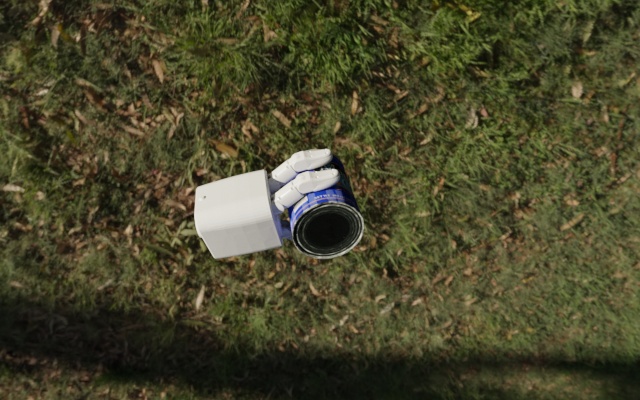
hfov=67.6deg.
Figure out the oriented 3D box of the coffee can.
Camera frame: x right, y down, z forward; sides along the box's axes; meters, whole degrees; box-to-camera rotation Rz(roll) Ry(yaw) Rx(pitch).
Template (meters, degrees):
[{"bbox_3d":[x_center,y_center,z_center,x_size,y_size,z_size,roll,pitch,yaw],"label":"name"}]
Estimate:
[{"bbox_3d":[0.000,0.002,0.713,0.103,0.103,0.140,0,36,-12],"label":"coffee can"}]
